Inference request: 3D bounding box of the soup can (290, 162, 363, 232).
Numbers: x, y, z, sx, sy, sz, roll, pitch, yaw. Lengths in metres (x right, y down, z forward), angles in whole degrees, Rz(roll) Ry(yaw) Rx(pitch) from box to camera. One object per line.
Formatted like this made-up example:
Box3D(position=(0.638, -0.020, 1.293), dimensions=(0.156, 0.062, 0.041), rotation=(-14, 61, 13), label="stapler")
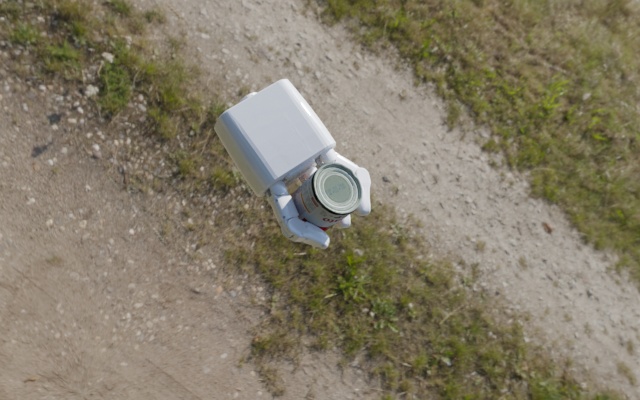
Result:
Box3D(position=(0.000, 0.002, 0.598), dimensions=(0.068, 0.068, 0.102), rotation=(0, -20, -27), label="soup can")
